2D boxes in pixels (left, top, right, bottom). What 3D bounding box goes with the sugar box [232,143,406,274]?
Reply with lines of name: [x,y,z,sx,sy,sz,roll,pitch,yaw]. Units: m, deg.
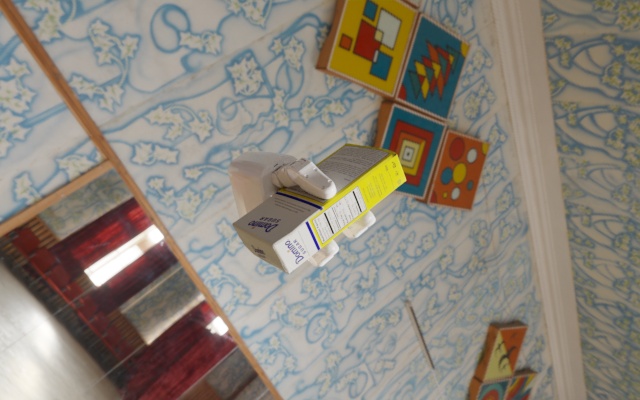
sugar box: [0.000,0.002,0.526,0.176,0.048,0.093,-39,30,-22]
